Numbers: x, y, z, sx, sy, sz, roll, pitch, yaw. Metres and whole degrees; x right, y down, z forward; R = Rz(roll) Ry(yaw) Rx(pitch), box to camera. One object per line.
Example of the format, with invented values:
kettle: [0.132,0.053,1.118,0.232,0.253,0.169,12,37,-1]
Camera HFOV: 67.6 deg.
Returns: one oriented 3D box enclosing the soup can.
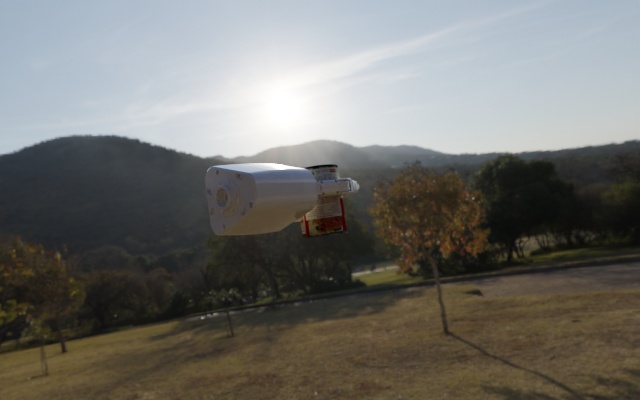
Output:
soup can: [0.000,0.002,0.710,0.068,0.102,0.068,-8,-4,-1]
